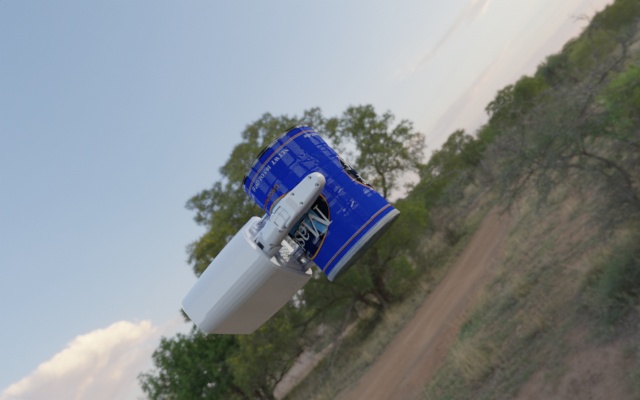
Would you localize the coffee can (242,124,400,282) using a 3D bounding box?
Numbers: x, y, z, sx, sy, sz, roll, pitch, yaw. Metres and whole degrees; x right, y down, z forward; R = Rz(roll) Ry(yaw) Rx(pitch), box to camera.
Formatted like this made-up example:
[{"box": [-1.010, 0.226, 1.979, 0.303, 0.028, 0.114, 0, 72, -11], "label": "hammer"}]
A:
[{"box": [0.000, 0.002, 0.516, 0.140, 0.103, 0.103, 45, 11, 11], "label": "coffee can"}]
